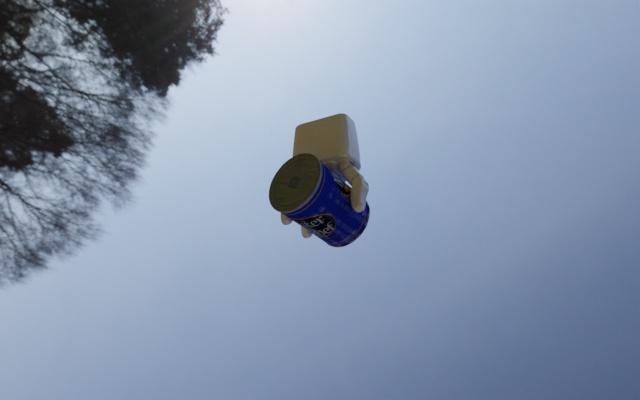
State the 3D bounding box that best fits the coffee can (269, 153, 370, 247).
[{"bbox_3d":[0.000,0.003,0.777,0.103,0.102,0.140,0,-27,42],"label":"coffee can"}]
